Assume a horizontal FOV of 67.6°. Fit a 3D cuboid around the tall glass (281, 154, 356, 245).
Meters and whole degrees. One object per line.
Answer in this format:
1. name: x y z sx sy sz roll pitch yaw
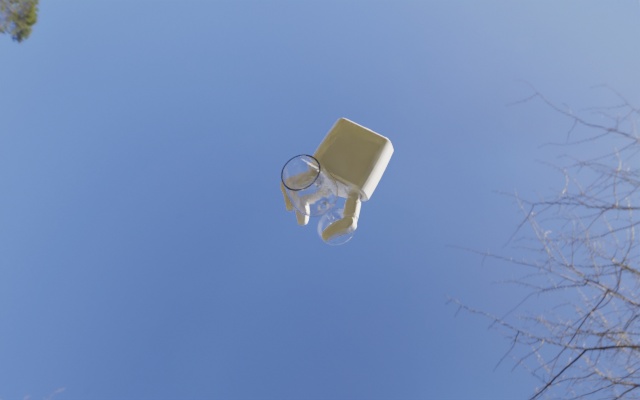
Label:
1. tall glass: 0.000 0.003 0.786 0.079 0.079 0.201 0 -26 20
